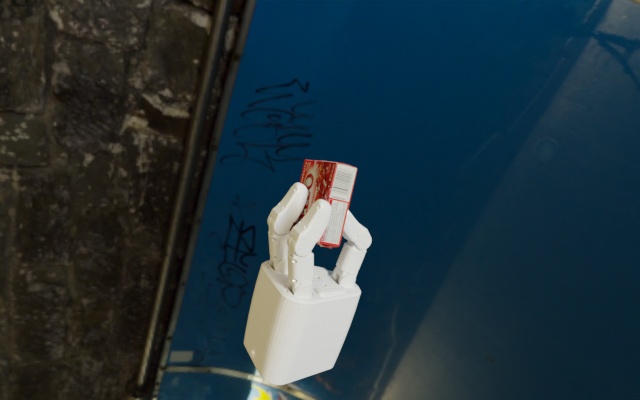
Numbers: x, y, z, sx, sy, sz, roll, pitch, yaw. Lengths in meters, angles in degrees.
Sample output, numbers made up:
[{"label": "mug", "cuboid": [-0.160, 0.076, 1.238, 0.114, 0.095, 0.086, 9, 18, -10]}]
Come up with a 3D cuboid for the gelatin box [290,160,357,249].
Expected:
[{"label": "gelatin box", "cuboid": [0.001, 0.001, 0.524, 0.030, 0.089, 0.073, 13, 0, -30]}]
